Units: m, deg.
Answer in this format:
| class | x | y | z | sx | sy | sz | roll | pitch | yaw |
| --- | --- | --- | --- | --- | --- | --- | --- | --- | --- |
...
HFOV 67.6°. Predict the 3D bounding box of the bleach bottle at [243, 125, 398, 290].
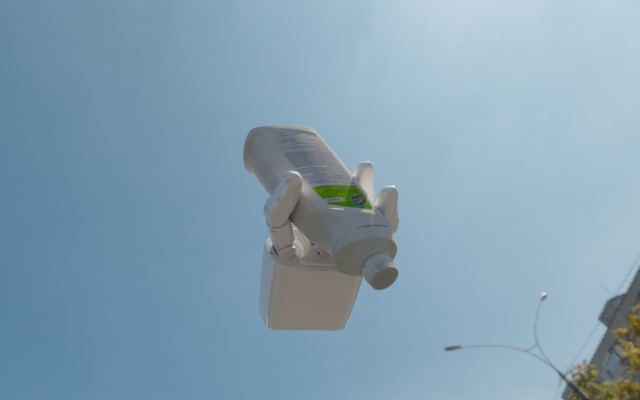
| class | x | y | z | sx | sy | sz | roll | pitch | yaw |
| --- | --- | --- | --- | --- | --- | --- | --- | --- | --- |
| bleach bottle | 0.000 | 0.002 | 0.519 | 0.102 | 0.068 | 0.250 | -6 | 37 | -26 |
